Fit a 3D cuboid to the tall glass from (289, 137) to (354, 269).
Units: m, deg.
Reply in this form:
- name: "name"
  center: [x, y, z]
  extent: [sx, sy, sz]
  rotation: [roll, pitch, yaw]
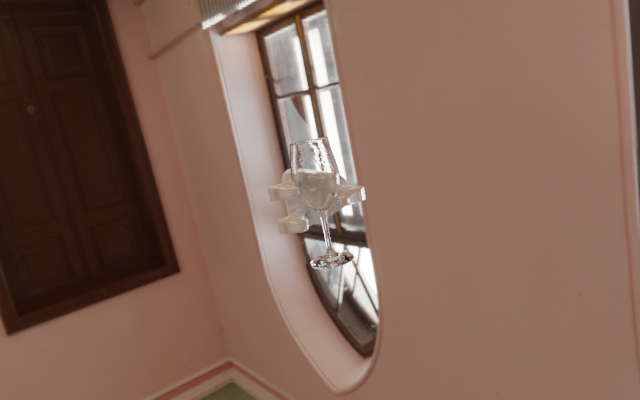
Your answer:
- name: "tall glass"
  center: [0.000, 0.003, 0.765]
  extent: [0.079, 0.201, 0.079]
  rotation: [-11, 11, 2]
